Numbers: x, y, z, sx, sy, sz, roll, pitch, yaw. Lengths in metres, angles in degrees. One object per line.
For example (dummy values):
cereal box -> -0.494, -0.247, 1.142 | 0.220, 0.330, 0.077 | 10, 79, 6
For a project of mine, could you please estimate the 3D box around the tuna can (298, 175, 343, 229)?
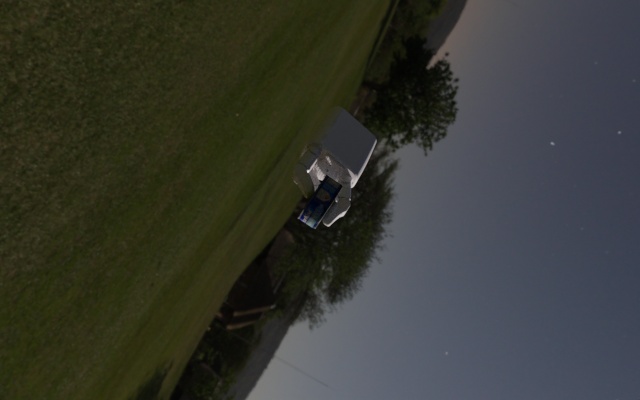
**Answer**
tuna can -> 0.001, 0.003, 0.773 | 0.034, 0.086, 0.086 | 34, 0, 1
